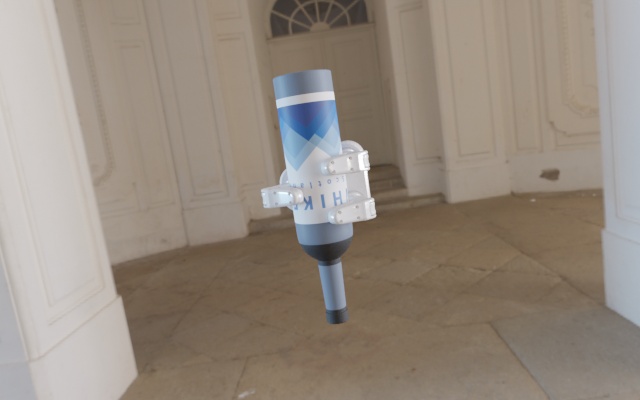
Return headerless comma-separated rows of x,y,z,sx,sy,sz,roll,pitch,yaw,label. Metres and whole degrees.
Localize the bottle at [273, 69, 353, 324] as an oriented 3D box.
0.000,0.002,0.562,0.069,0.296,0.069,-8,8,1,bottle
